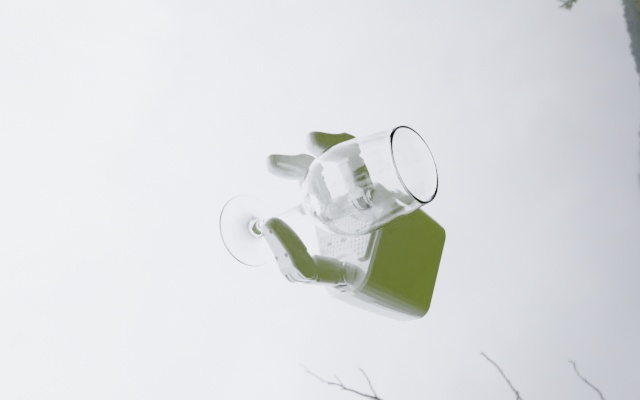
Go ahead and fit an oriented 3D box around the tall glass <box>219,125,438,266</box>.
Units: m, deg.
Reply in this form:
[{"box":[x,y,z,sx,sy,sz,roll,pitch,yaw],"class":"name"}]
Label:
[{"box":[-0.001,0.002,0.417,0.201,0.079,0.079,-22,-15,40],"class":"tall glass"}]
